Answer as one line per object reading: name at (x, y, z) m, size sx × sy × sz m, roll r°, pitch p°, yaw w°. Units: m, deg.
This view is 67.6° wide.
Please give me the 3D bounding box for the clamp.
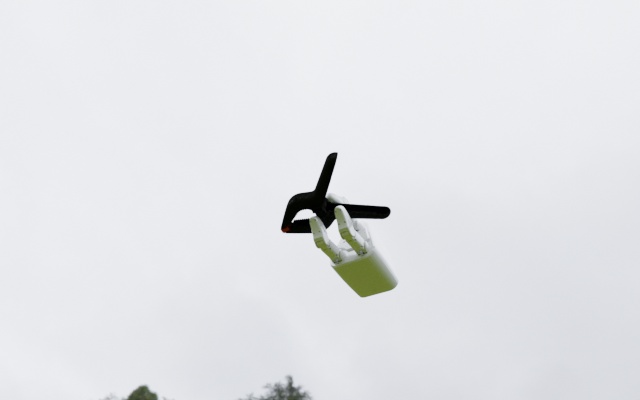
clamp at (0.000, 0.003, 0.874) m, size 0.210 × 0.165 × 0.036 m, roll -21°, pitch 33°, yaw 29°
